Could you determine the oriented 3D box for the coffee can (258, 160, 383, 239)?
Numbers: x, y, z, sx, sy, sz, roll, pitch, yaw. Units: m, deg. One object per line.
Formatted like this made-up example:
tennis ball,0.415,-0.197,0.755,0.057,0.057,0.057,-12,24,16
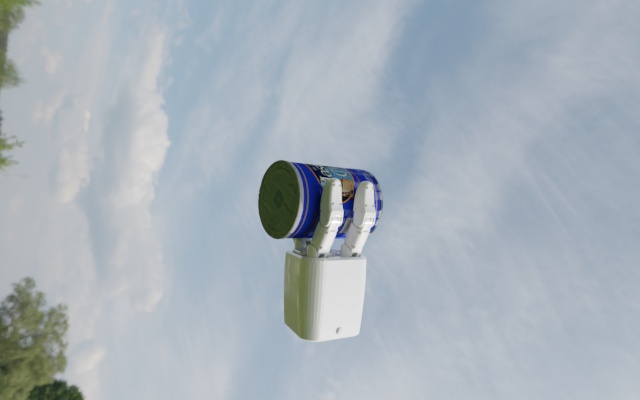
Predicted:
coffee can,0.000,0.002,0.657,0.140,0.103,0.103,3,-2,-36
